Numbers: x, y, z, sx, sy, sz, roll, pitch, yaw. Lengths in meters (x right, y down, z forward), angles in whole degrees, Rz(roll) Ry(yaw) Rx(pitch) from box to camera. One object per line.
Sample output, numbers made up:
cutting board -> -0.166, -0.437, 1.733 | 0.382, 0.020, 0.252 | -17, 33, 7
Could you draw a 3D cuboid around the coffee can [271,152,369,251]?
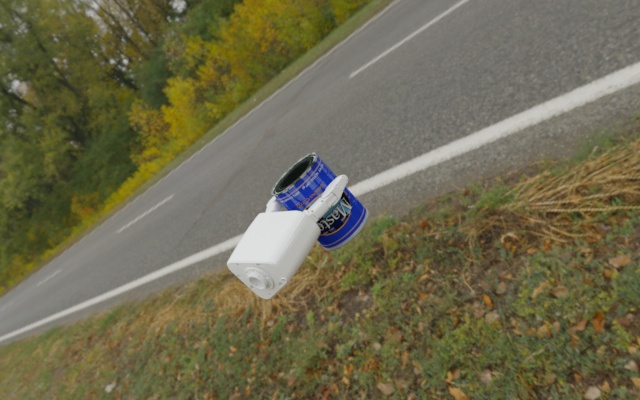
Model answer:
coffee can -> 0.000, 0.003, 0.822 | 0.140, 0.102, 0.103 | 47, -18, -18
